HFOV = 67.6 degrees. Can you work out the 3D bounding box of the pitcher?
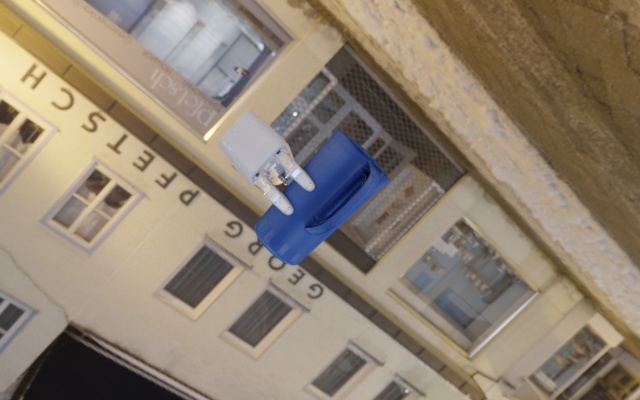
[{"bbox_3d":[0.000,0.003,0.850,0.145,0.243,0.149,46,7,19],"label":"pitcher"}]
